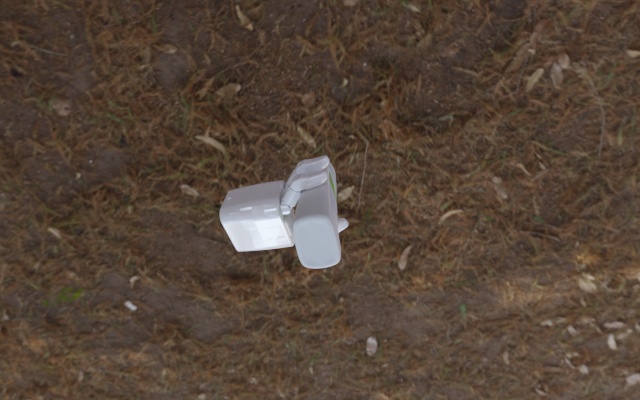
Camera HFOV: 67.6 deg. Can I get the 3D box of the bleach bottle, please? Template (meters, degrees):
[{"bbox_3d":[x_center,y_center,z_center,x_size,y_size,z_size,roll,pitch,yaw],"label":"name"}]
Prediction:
[{"bbox_3d":[0.000,0.003,0.833,0.068,0.103,0.250,-8,29,8],"label":"bleach bottle"}]
